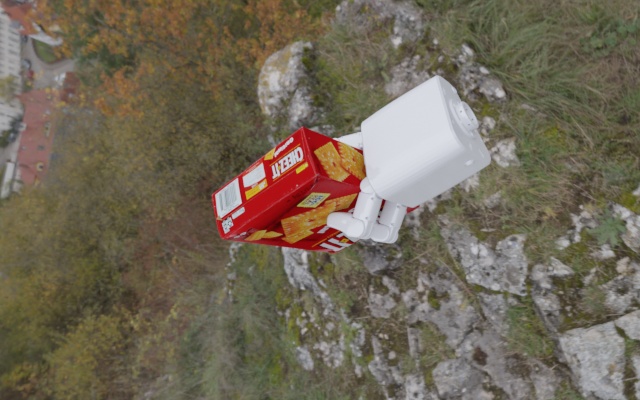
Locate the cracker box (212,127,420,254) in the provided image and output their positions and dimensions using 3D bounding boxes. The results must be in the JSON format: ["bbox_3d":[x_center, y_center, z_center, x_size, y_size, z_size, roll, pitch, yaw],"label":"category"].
[{"bbox_3d":[0.000,0.002,0.605,0.164,0.072,0.214,-32,-29,32],"label":"cracker box"}]
